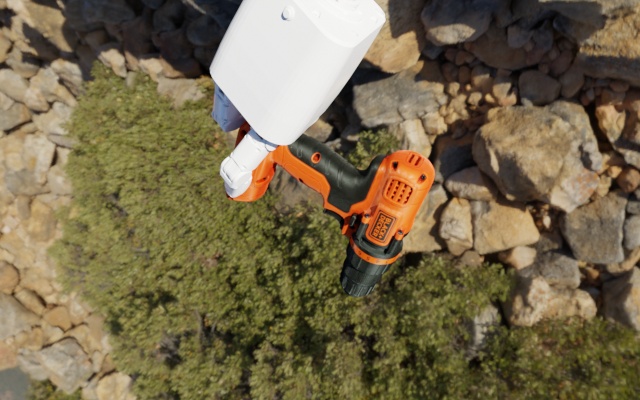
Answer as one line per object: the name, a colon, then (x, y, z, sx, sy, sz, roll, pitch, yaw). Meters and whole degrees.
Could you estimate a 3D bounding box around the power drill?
power drill: (0.000, 0.001, 0.482, 0.187, 0.185, 0.057, 26, 37, 8)
